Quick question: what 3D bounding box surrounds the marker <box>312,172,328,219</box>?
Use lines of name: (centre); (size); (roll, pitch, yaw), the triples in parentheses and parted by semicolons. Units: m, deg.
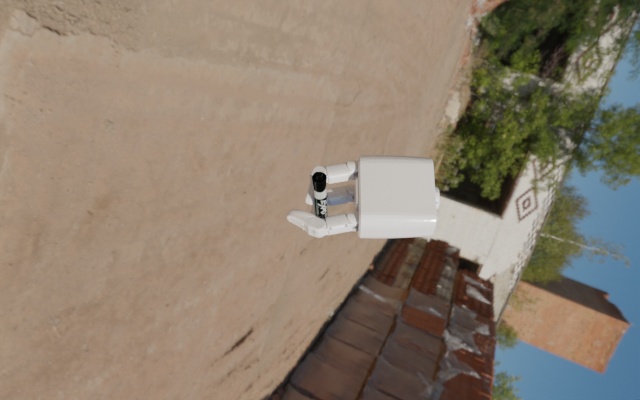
marker: (0.000, 0.002, 0.640); (0.020, 0.020, 0.121); (0, -35, 2)
